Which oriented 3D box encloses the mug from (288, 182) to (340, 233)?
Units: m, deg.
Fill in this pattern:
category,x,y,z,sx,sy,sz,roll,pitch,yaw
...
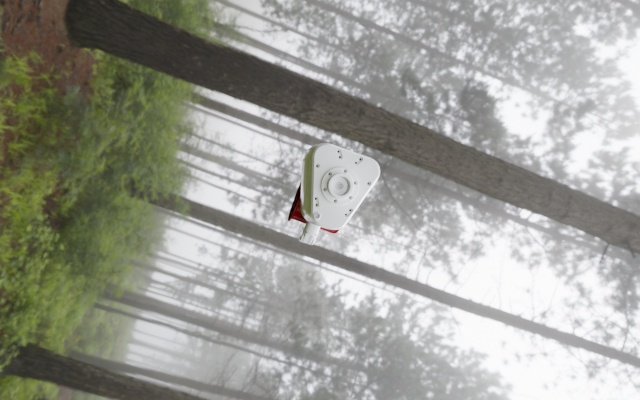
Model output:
category,x,y,z,sx,sy,sz,roll,pitch,yaw
mug,0.000,0.003,0.782,0.081,0.093,0.117,20,1,-7
